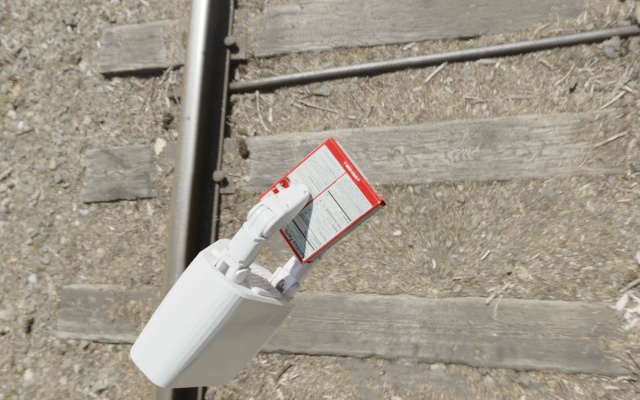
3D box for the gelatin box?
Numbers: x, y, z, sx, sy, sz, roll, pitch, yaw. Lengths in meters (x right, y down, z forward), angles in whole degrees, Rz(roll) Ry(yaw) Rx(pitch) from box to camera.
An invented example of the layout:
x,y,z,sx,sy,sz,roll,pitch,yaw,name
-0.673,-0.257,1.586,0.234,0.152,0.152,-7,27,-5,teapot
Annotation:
x,y,z,sx,sy,sz,roll,pitch,yaw,name
0.000,0.001,0.419,0.089,0.073,0.030,-40,-15,12,gelatin box
